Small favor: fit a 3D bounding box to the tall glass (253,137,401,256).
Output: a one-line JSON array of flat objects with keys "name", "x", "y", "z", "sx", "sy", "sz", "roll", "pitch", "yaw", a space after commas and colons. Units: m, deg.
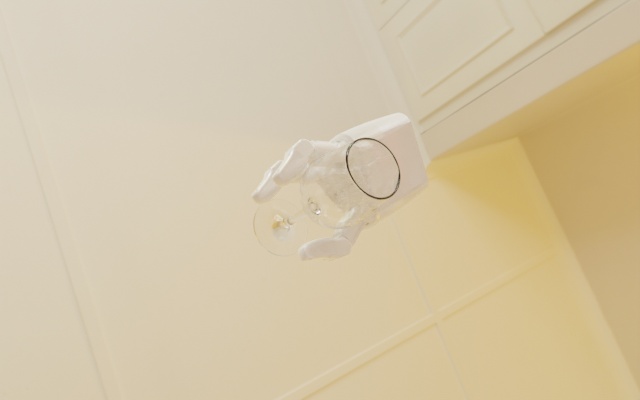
[{"name": "tall glass", "x": 0.000, "y": 0.002, "z": 0.517, "sx": 0.079, "sy": 0.079, "sz": 0.201, "roll": 0, "pitch": -19, "yaw": -31}]
